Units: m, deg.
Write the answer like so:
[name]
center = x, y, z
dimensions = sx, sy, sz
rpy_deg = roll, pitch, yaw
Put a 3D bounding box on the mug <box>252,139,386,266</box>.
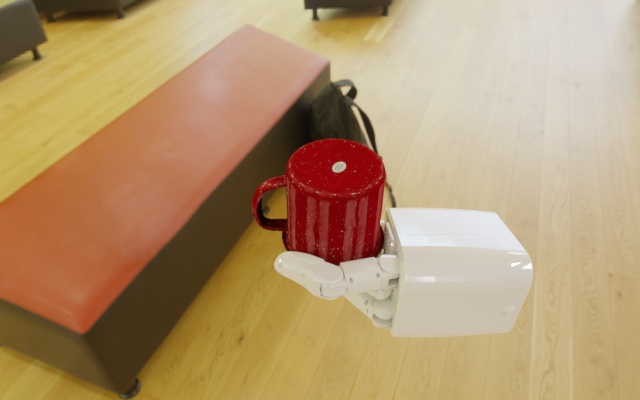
[mug]
center = -0.001, 0.001, 0.409
dimensions = 0.117, 0.082, 0.093
rpy_deg = -1, 41, -2
